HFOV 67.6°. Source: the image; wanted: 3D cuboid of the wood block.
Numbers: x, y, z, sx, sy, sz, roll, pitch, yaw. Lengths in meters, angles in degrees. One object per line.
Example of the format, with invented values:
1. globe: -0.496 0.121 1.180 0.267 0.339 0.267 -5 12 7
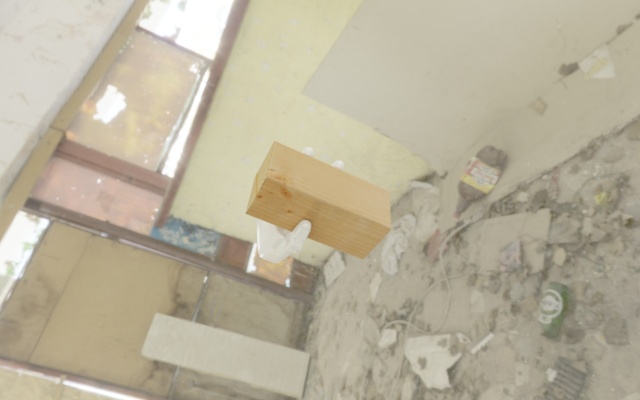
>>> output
1. wood block: 0.000 0.003 0.752 0.206 0.090 0.090 22 -48 -15
